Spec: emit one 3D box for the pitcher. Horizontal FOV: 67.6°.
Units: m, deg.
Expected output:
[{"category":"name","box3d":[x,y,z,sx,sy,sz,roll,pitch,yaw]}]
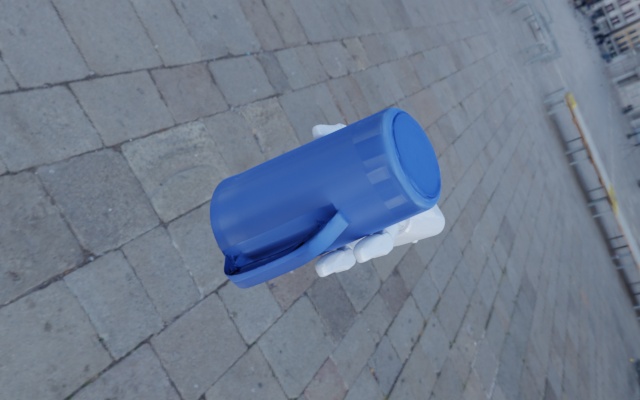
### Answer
[{"category":"pitcher","box3d":[0.000,0.002,0.523,0.243,0.149,0.145,-23,-18,34]}]
